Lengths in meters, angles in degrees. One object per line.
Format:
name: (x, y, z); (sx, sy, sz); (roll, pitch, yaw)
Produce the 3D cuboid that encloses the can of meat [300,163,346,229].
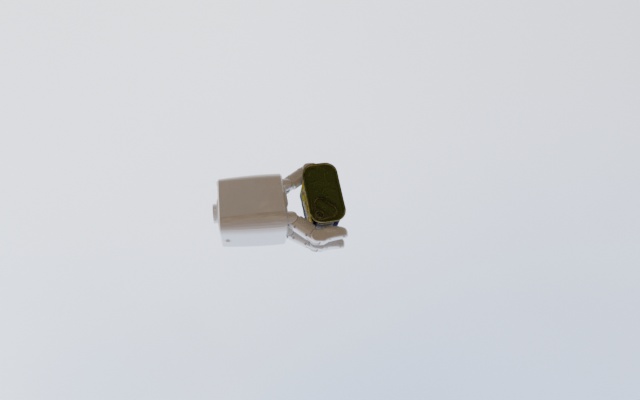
can of meat: (0.000, 0.003, 0.785); (0.057, 0.102, 0.084); (-8, -22, -11)
